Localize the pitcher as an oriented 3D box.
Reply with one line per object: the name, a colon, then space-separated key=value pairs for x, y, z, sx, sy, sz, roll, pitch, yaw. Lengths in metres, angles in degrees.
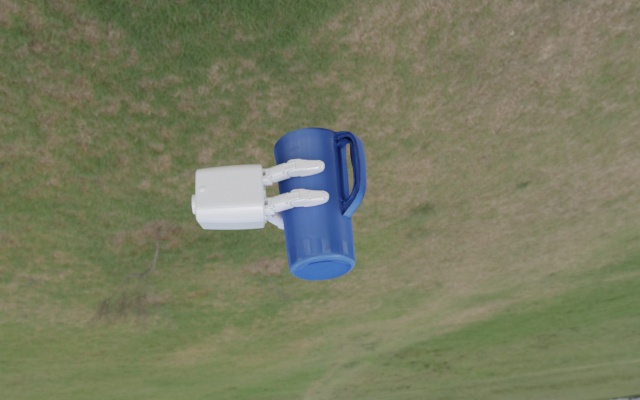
pitcher: x=0.000 y=0.003 z=0.813 sx=0.145 sy=0.242 sz=0.149 roll=-2 pitch=-27 yaw=-9
